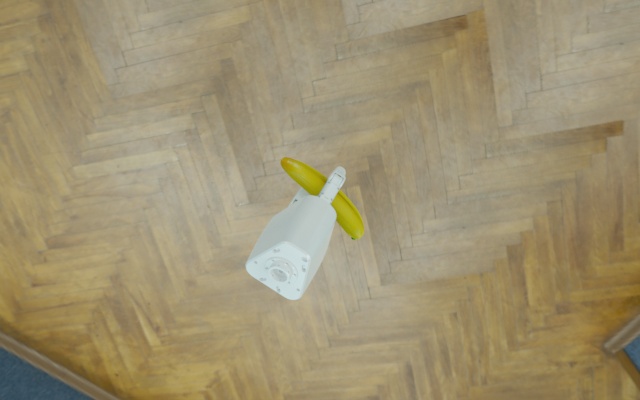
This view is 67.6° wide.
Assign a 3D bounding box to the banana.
[{"bbox_3d":[0.014,0.003,0.765,0.069,0.037,0.198,-11,-53,51],"label":"banana"}]
